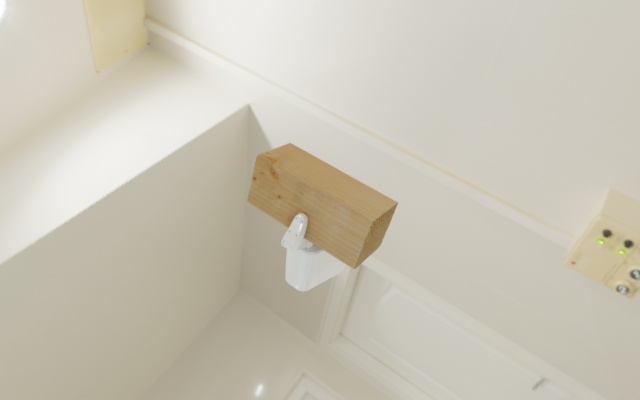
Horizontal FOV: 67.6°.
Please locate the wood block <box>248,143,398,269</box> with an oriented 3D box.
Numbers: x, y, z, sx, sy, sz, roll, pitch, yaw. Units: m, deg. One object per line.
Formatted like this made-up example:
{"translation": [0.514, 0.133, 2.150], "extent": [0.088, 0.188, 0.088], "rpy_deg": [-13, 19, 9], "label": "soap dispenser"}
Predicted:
{"translation": [0.000, 0.003, 0.735], "extent": [0.206, 0.090, 0.090], "rpy_deg": [30, 33, 20], "label": "wood block"}
